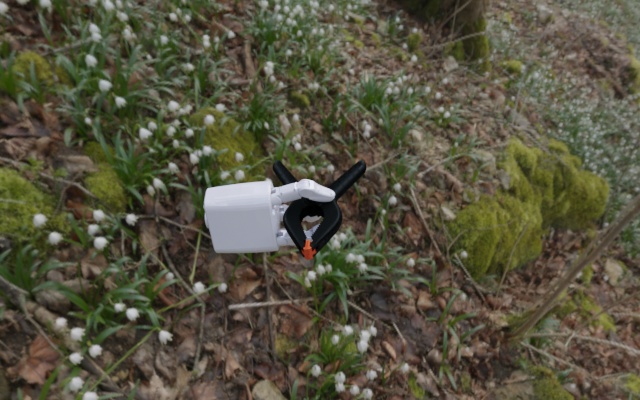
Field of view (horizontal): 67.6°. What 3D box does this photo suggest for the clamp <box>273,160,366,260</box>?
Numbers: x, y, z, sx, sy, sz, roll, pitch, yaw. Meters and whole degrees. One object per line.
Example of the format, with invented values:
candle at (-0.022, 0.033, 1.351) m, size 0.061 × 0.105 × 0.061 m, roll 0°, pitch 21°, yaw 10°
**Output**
clamp at (0.000, 0.002, 0.781) m, size 0.164 × 0.209 × 0.036 m, roll -5°, pitch -43°, yaw 3°
